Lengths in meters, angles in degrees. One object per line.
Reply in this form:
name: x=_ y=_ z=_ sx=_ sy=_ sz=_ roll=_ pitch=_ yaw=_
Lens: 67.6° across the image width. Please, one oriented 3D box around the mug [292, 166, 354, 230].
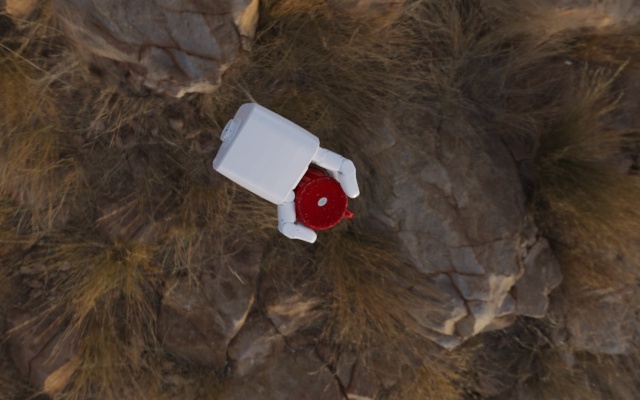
mug: x=0.001 y=0.003 z=0.740 sx=0.117 sy=0.093 sz=0.081 roll=27 pitch=1 yaw=-23
